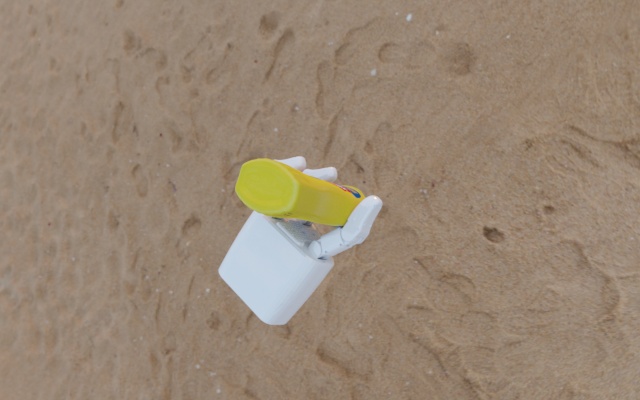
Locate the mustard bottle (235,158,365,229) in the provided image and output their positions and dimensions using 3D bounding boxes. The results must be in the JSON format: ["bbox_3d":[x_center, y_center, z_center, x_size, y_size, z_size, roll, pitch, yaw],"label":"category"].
[{"bbox_3d":[0.000,0.001,0.564,0.096,0.058,0.192,17,1,41],"label":"mustard bottle"}]
